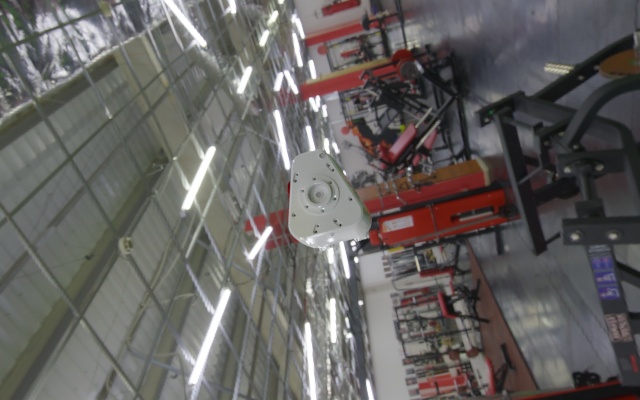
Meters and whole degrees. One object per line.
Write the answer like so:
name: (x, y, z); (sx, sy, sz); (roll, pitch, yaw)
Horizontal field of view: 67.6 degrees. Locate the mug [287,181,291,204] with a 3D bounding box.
mug: (0.000, 0.003, 0.745); (0.081, 0.093, 0.117); (-14, -12, 6)
